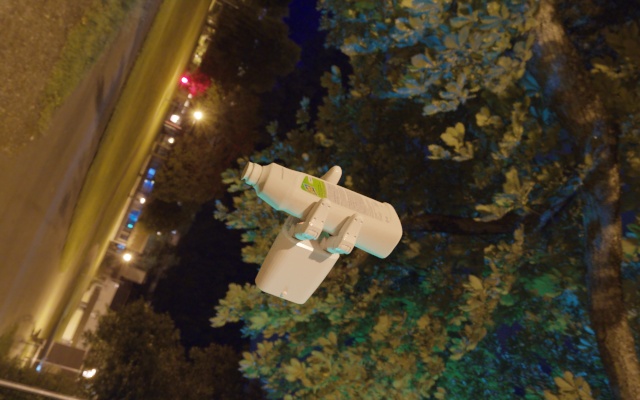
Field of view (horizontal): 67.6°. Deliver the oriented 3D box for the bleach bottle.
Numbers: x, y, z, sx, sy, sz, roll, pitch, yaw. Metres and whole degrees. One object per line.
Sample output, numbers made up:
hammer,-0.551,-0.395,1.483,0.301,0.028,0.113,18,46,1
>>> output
bleach bottle,0.000,0.002,0.725,0.251,0.068,0.102,24,22,-19
